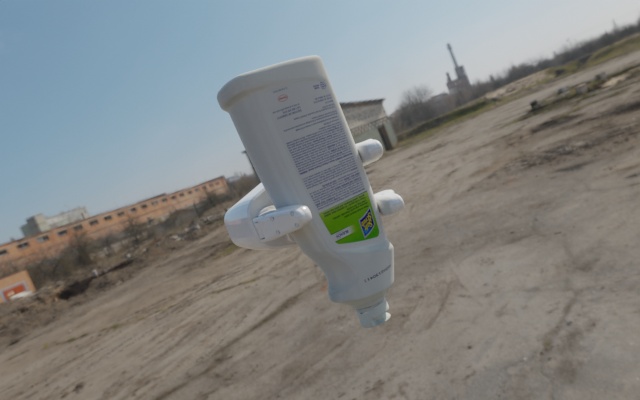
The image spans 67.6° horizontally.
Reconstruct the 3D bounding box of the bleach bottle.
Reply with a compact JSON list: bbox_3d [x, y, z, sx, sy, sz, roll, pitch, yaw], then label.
[{"bbox_3d":[0.000,0.001,0.441,0.102,0.251,0.068,-24,5,-27],"label":"bleach bottle"}]
